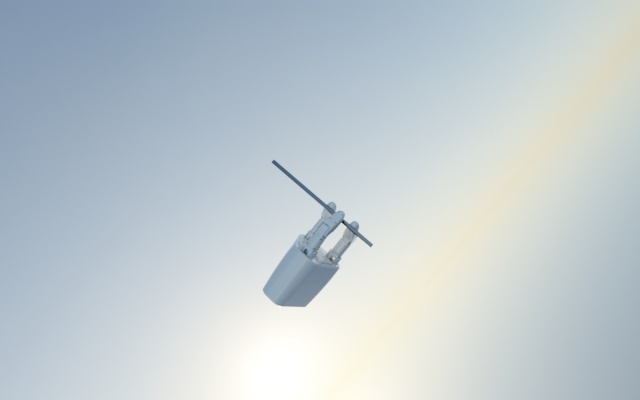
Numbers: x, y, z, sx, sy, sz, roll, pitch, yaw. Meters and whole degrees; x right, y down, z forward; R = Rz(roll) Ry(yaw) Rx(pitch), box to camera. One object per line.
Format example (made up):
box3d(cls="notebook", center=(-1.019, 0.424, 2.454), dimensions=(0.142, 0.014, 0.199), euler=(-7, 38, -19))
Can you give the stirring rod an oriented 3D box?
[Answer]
box3d(cls="stirring rod", center=(0.000, 0.003, 0.851), dimensions=(0.239, 0.011, 0.011), euler=(41, 13, 16))
